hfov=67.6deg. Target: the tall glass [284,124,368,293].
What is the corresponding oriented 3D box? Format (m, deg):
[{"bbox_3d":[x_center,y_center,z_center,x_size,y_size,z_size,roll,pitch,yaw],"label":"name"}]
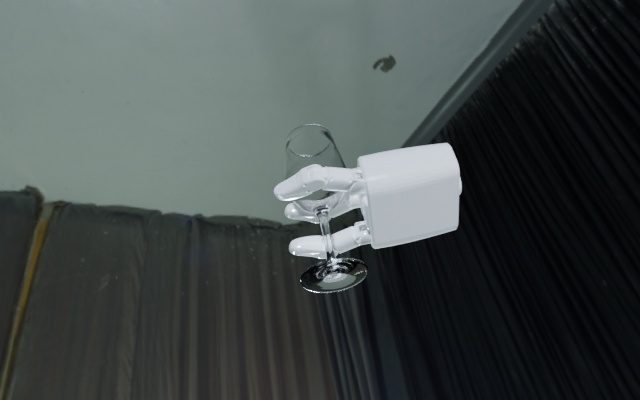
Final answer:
[{"bbox_3d":[0.000,0.002,0.566,0.079,0.201,0.079,-7,-35,-5],"label":"tall glass"}]
